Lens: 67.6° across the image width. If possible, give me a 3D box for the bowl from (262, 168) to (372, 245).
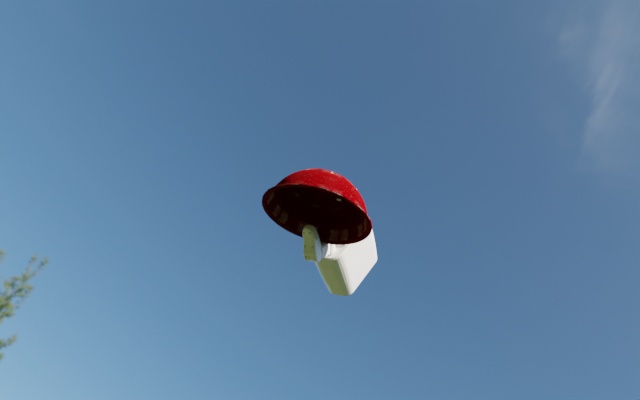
[{"bbox_3d":[0.000,0.001,0.687,0.162,0.055,0.162,13,-29,7],"label":"bowl"}]
